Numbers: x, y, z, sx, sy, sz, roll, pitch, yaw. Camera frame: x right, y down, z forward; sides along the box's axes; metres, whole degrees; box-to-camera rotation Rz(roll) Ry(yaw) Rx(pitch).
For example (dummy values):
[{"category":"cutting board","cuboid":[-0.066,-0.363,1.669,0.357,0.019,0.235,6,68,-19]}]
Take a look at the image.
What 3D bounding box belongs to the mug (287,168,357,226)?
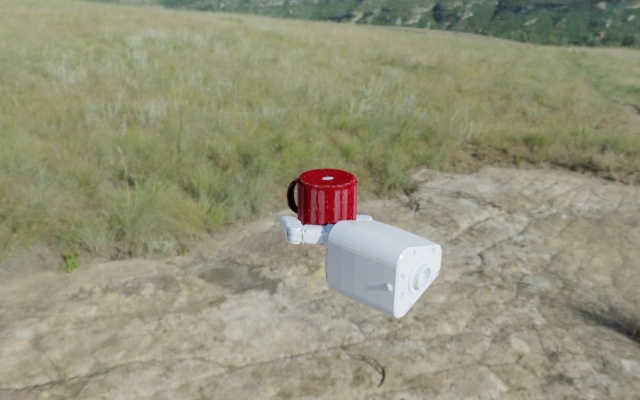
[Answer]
[{"category":"mug","cuboid":[-0.001,0.002,0.667,0.117,0.081,0.093,18,27,37]}]
